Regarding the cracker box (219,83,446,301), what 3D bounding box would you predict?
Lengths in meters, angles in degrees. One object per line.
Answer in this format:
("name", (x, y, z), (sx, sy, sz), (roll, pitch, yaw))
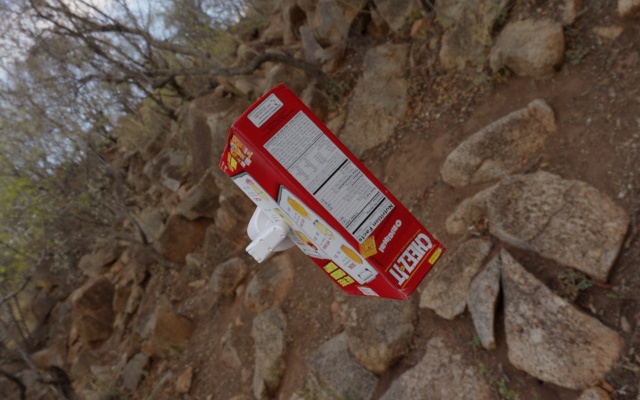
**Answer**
("cracker box", (0.000, 0.002, 0.485), (0.072, 0.214, 0.164), (-47, 6, -17))
